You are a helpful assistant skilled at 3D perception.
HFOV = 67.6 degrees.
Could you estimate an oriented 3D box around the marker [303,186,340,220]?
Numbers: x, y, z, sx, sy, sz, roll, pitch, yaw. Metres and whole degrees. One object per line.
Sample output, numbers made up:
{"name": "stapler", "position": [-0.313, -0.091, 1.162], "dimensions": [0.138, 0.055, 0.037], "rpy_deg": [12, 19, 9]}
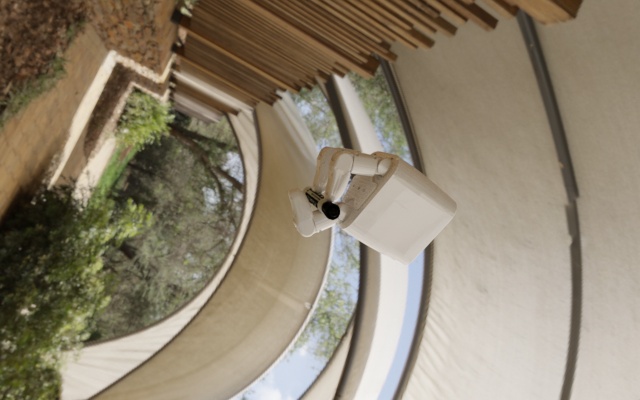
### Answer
{"name": "marker", "position": [0.000, 0.002, 0.589], "dimensions": [0.020, 0.020, 0.121], "rpy_deg": [0, 12, -15]}
